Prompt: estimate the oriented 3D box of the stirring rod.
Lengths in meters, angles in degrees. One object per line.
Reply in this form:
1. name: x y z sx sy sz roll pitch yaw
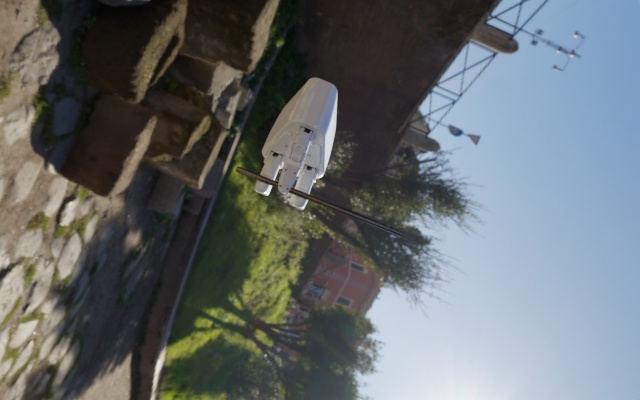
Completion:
1. stirring rod: 0.000 0.002 0.646 0.239 0.011 0.011 22 -2 -6
